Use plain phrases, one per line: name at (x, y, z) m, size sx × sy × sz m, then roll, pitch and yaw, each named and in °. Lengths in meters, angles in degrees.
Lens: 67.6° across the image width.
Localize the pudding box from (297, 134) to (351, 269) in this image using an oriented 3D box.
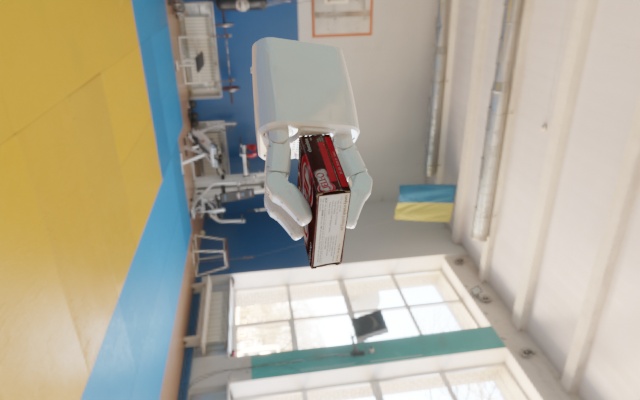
pudding box at (0.000, 0.002, 0.500) m, size 0.039 × 0.114 × 0.090 m, roll -7°, pitch 45°, yaw -9°
